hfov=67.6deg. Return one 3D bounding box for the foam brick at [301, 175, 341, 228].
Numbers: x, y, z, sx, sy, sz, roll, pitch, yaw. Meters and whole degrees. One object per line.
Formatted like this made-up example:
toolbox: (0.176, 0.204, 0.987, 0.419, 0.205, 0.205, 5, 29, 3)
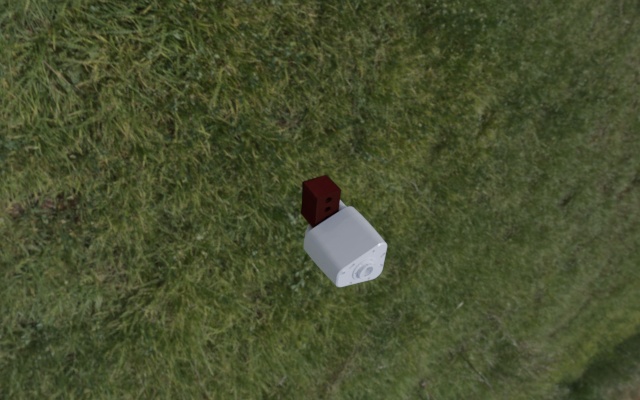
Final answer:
foam brick: (0.000, 0.003, 0.863, 0.053, 0.078, 0.051, -20, 46, -25)
